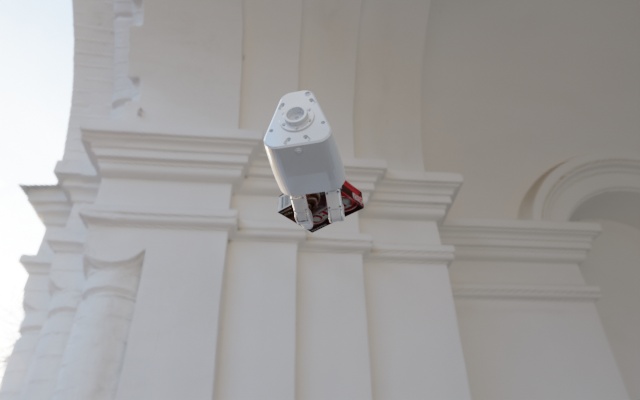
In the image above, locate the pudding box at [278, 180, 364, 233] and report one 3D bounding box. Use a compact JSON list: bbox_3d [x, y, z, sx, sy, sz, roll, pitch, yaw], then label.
[{"bbox_3d":[0.000,0.002,0.780,0.113,0.039,0.090,-26,-41,30],"label":"pudding box"}]
